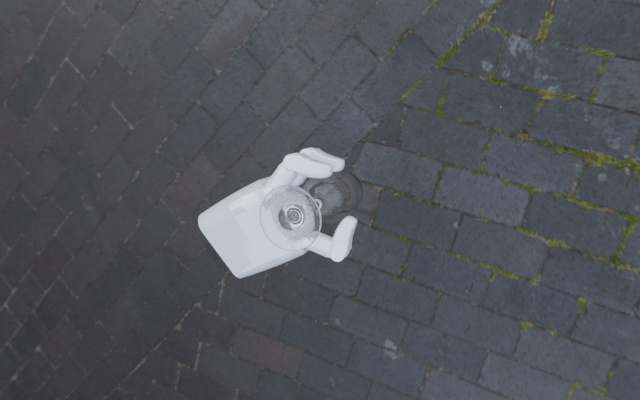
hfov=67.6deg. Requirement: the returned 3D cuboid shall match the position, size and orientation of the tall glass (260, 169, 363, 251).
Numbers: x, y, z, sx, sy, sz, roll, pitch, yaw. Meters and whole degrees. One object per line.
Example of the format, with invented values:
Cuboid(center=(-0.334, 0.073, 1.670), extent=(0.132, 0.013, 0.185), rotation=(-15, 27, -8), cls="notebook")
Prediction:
Cuboid(center=(0.000, 0.002, 0.615), extent=(0.079, 0.079, 0.201), rotation=(0, 10, 21), cls="tall glass")
